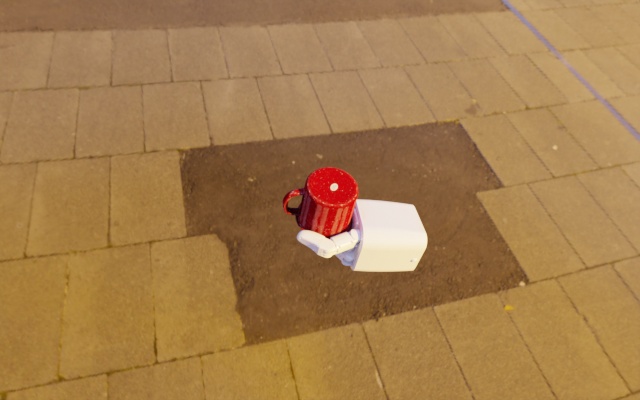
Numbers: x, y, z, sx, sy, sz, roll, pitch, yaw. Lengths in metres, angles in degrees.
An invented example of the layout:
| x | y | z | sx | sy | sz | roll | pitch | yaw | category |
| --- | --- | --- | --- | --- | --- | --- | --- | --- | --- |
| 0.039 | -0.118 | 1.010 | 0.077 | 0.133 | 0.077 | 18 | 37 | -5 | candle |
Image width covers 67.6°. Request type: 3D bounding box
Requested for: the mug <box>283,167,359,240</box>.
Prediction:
| x | y | z | sx | sy | sz | roll | pitch | yaw | category |
| --- | --- | --- | --- | --- | --- | --- | --- | --- | --- |
| -0.001 | 0.002 | 0.736 | 0.117 | 0.093 | 0.082 | 3 | -40 | -9 | mug |
